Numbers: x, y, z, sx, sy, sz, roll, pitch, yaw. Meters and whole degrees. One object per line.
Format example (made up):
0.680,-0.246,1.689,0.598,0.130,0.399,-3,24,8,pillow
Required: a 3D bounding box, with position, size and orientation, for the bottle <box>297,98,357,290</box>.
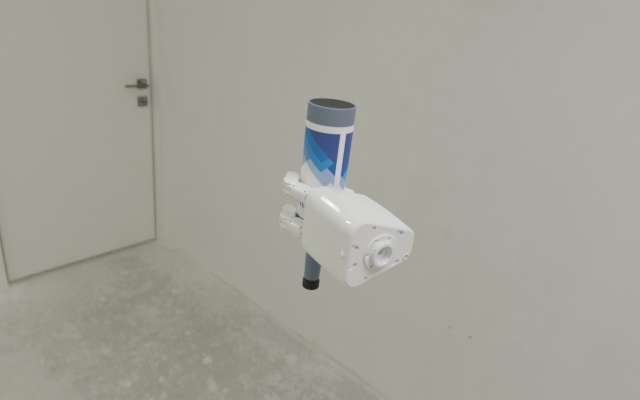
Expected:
0.000,0.002,0.707,0.069,0.296,0.069,6,23,-2,bottle
